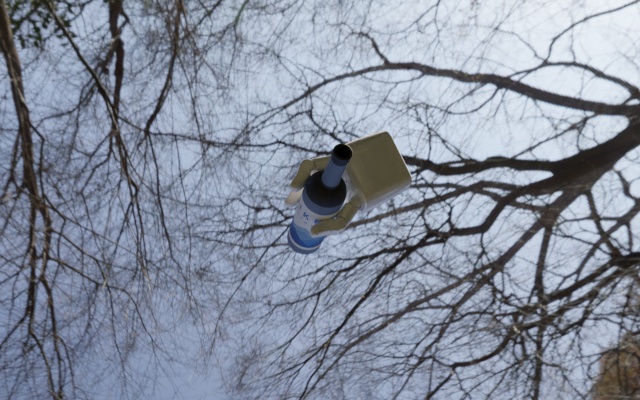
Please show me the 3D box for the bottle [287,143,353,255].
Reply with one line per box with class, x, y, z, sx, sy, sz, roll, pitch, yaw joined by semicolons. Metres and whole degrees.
bottle;0.000;0.003;0.768;0.069;0.069;0.296;0;-28;-13
